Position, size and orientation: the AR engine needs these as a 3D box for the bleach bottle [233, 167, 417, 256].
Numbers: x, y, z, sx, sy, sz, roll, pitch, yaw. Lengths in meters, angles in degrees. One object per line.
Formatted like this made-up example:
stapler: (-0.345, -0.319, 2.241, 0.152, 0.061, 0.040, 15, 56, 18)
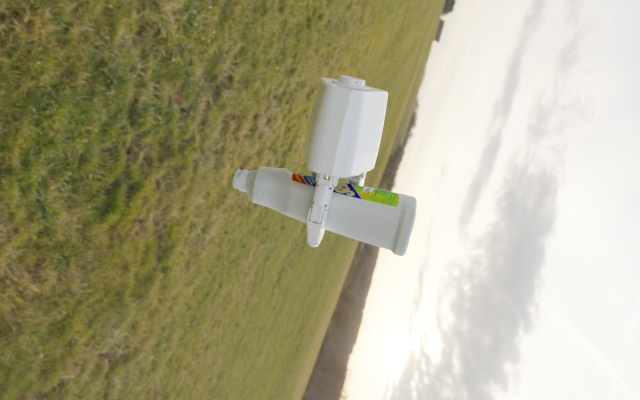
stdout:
bleach bottle: (0.000, 0.002, 0.648, 0.251, 0.068, 0.102, 14, 19, 8)
